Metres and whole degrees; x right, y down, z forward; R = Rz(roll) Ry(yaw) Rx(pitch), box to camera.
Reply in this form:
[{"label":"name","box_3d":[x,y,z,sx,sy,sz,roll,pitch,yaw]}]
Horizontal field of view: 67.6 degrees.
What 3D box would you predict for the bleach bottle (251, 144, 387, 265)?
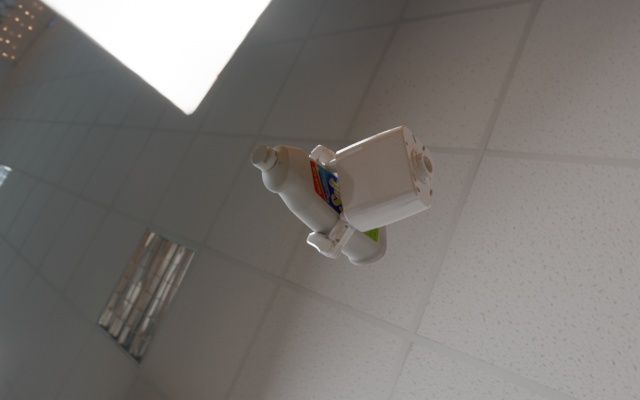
[{"label":"bleach bottle","box_3d":[0.000,0.002,0.678,0.068,0.102,0.251,-22,-39,33]}]
